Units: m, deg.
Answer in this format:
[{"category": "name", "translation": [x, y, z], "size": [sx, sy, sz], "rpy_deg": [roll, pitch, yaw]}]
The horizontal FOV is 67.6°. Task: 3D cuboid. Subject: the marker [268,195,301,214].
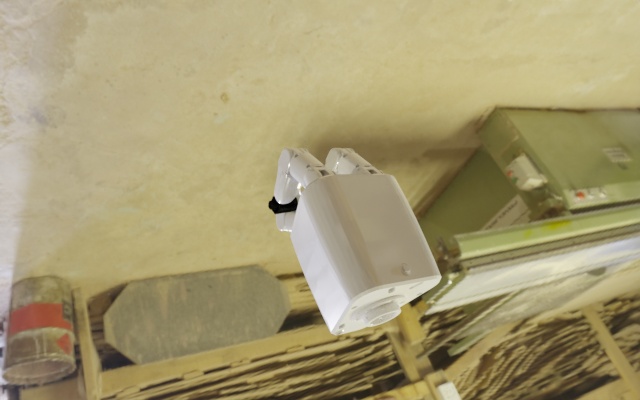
[{"category": "marker", "translation": [0.000, 0.002, 0.511], "size": [0.121, 0.020, 0.020], "rpy_deg": [-4, 2, -33]}]
